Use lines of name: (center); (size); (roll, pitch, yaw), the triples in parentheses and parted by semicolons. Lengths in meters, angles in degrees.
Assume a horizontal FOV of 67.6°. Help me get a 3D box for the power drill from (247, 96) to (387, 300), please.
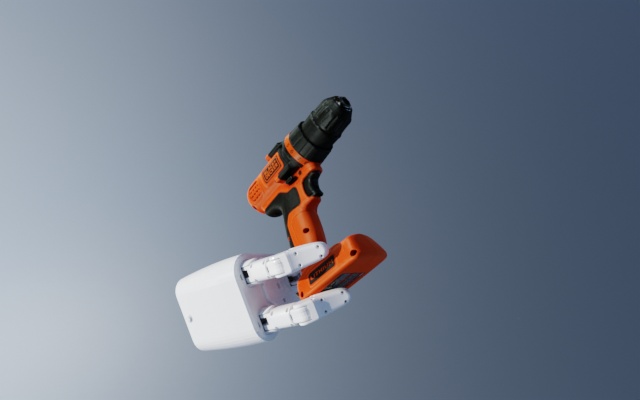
power drill: (0.000, 0.002, 0.534); (0.057, 0.187, 0.184); (6, -42, -41)
